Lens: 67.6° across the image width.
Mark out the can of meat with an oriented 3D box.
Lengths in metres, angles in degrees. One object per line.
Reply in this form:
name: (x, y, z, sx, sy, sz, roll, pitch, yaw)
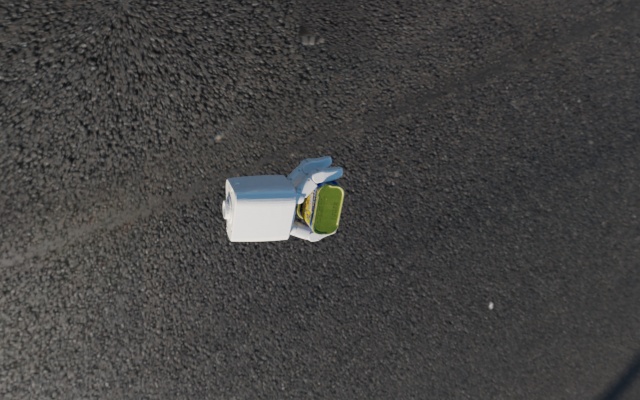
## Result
can of meat: (0.000, 0.003, 0.877, 0.057, 0.102, 0.084, 1, 21, -21)
